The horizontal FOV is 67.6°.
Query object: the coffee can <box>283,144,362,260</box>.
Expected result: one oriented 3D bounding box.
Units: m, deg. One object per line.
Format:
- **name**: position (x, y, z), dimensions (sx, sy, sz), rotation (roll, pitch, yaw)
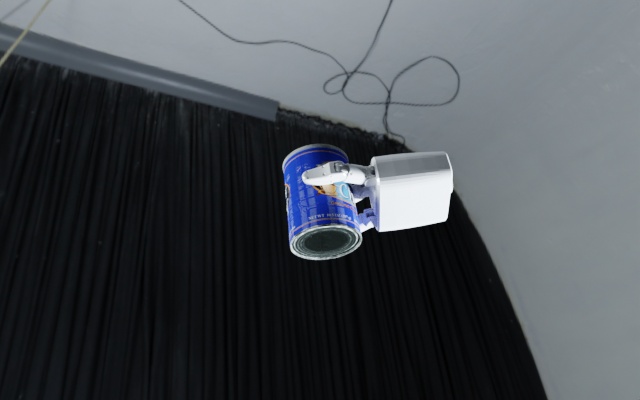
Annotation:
- **coffee can**: position (0.000, 0.002, 0.706), dimensions (0.103, 0.140, 0.103), rotation (-5, -32, -3)
